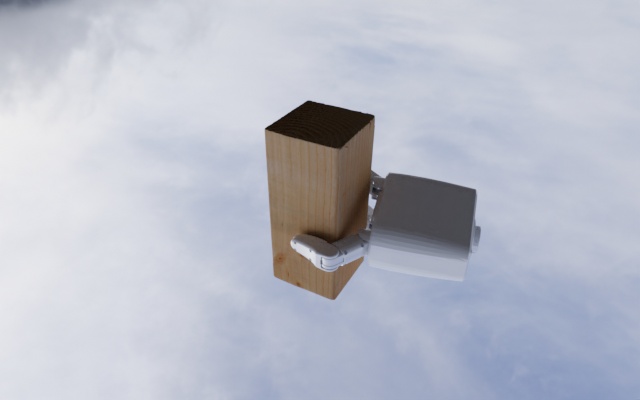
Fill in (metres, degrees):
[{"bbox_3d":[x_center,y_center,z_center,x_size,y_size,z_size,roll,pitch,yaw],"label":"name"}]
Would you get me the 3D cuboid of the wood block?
[{"bbox_3d":[0.000,0.002,0.559,0.090,0.206,0.090,18,38,24],"label":"wood block"}]
